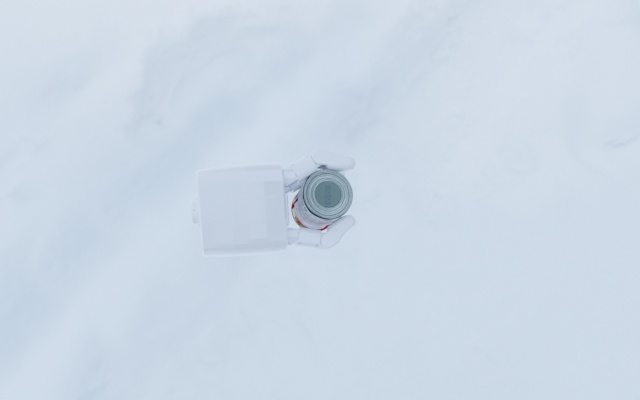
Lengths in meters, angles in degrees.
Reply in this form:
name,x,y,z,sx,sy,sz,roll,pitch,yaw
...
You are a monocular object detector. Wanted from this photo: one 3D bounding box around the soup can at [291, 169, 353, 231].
name,x,y,z,sx,sy,sz,roll,pitch,yaw
soup can,0.001,0.002,0.653,0.068,0.068,0.102,0,-13,-11
